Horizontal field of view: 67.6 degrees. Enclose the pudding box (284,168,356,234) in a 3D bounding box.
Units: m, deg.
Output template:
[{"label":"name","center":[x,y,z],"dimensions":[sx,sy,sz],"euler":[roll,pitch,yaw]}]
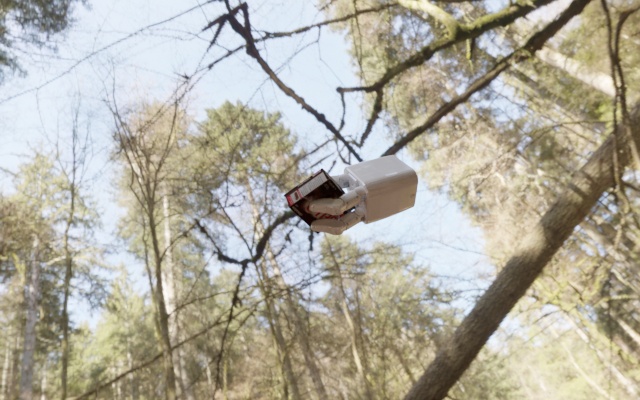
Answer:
[{"label":"pudding box","center":[0.000,0.003,0.874],"dimensions":[0.090,0.039,0.113],"euler":[-35,-43,8]}]
